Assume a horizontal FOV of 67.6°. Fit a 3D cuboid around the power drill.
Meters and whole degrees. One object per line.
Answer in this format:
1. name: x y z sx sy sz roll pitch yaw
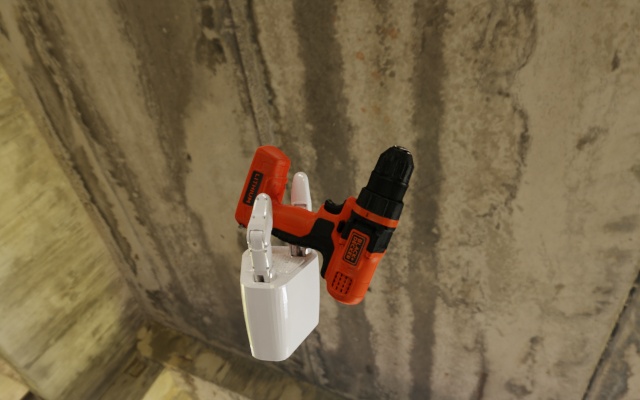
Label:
1. power drill: 0.000 0.002 0.553 0.187 0.184 0.057 26 10 26
